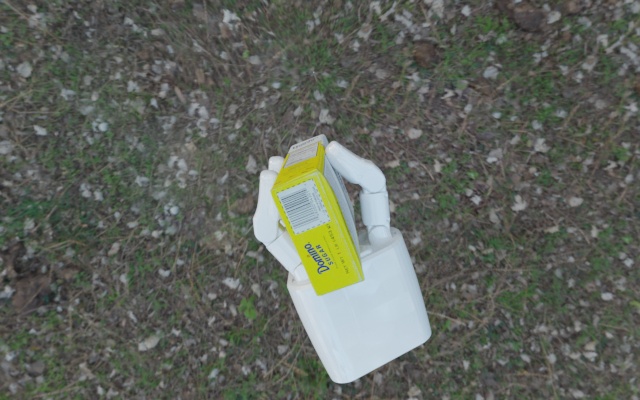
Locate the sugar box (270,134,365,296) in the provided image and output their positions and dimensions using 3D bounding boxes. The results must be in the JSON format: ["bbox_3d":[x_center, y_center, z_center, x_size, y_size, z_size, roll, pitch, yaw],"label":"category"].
[{"bbox_3d":[0.000,0.002,0.428,0.048,0.093,0.176,-21,14,5],"label":"sugar box"}]
